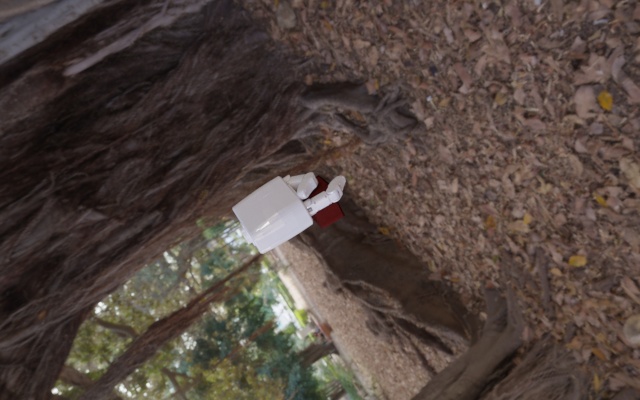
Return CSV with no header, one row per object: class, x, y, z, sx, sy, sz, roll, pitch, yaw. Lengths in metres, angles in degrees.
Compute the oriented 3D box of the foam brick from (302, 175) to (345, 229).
foam brick,0.000,0.003,0.885,0.051,0.078,0.053,-33,29,-9
